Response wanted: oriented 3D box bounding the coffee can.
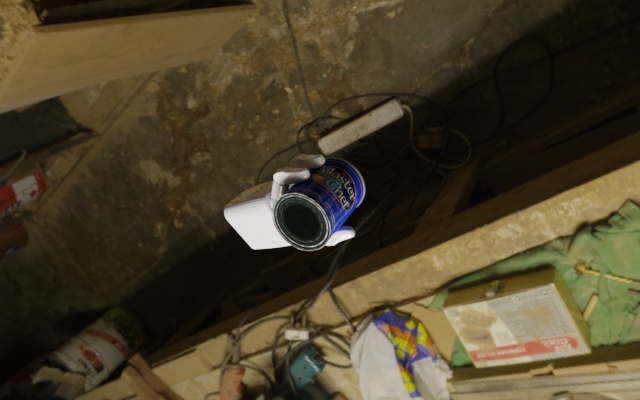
[{"bbox_3d":[0.000,0.003,0.780,0.103,0.103,0.140,0,27,30],"label":"coffee can"}]
